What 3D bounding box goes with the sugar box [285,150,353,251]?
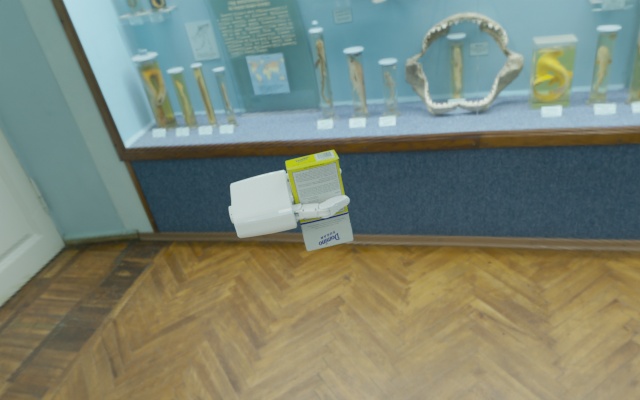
[{"bbox_3d":[0.000,0.003,0.876,0.093,0.176,0.048,-13,31,-2],"label":"sugar box"}]
